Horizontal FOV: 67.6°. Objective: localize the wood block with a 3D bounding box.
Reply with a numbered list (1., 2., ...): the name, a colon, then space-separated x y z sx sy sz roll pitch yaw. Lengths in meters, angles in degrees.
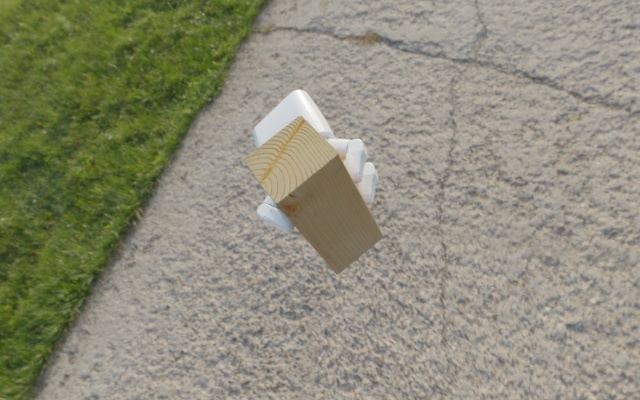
1. wood block: 0.000 0.002 0.625 0.090 0.091 0.206 50 -3 38
